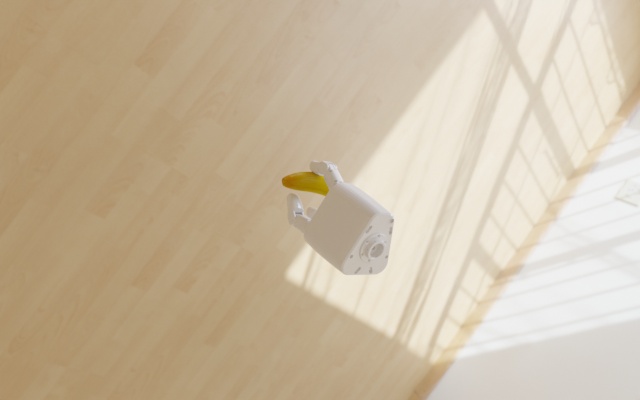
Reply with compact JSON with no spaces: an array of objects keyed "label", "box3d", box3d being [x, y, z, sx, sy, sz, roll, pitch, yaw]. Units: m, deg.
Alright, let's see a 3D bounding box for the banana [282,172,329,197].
[{"label":"banana","box3d":[0.014,-0.010,0.855,0.198,0.069,0.037,37,3,-44]}]
